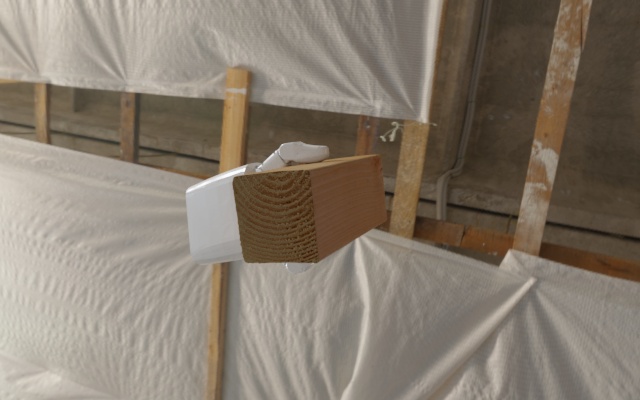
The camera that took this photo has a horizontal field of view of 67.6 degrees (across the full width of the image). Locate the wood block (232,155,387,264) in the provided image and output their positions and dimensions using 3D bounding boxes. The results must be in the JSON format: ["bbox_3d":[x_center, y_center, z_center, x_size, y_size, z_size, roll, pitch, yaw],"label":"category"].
[{"bbox_3d":[0.000,0.001,0.550,0.090,0.091,0.206,-4,8,26],"label":"wood block"}]
